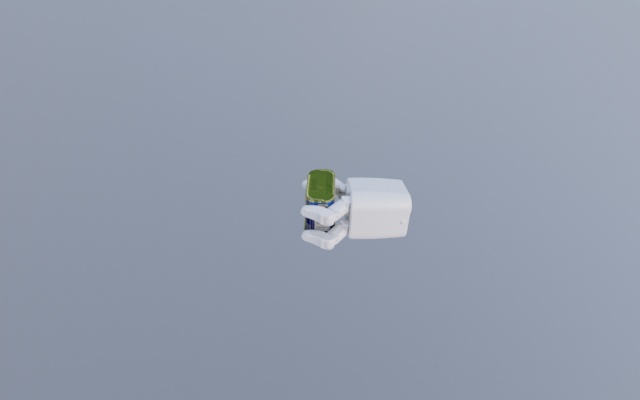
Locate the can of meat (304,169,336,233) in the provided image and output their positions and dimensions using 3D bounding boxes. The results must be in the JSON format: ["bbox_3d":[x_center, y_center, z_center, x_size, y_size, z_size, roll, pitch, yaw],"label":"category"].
[{"bbox_3d":[0.000,0.003,0.873,0.057,0.084,0.102,2,38,1],"label":"can of meat"}]
